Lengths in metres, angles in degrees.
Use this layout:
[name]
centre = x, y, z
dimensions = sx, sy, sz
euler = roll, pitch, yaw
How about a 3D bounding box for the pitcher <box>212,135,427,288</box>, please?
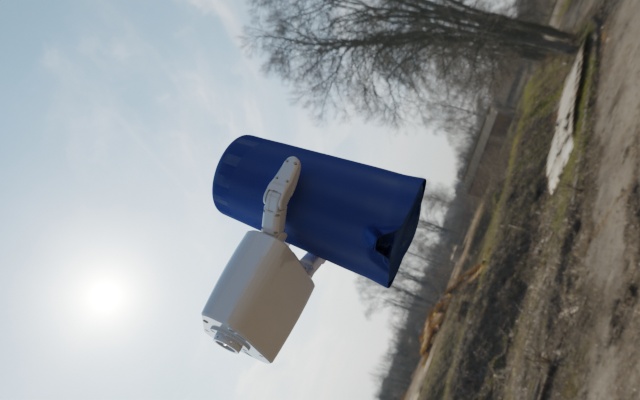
[pitcher]
centre = 0.000, 0.002, 0.590
dimensions = 0.243, 0.145, 0.149
euler = 19, -30, 16
